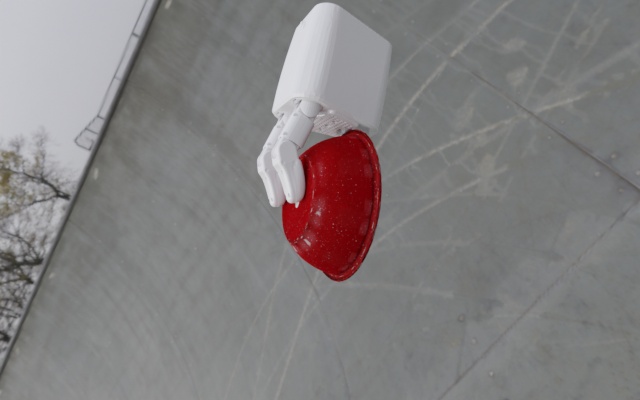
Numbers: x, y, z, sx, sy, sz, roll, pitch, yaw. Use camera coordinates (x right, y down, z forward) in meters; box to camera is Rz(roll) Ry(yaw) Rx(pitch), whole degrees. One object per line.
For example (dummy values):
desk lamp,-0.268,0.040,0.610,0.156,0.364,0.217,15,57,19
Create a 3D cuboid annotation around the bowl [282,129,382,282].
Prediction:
bowl,0.000,0.003,0.495,0.055,0.162,0.162,7,-3,-22
